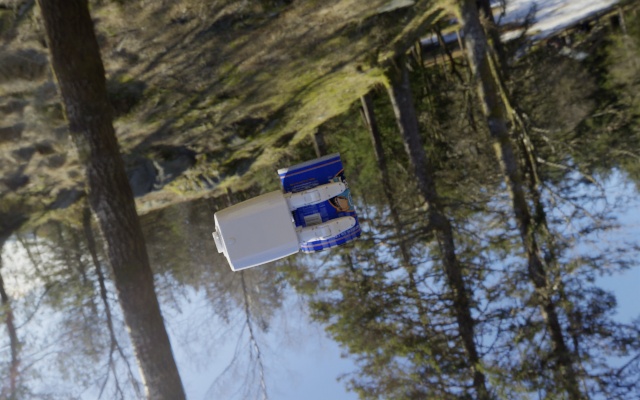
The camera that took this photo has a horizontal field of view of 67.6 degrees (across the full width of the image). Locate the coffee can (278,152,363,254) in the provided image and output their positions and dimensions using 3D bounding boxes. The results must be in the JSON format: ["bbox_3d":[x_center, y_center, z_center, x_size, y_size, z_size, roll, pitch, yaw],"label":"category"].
[{"bbox_3d":[0.000,0.002,0.773,0.103,0.140,0.103,-17,5,1],"label":"coffee can"}]
